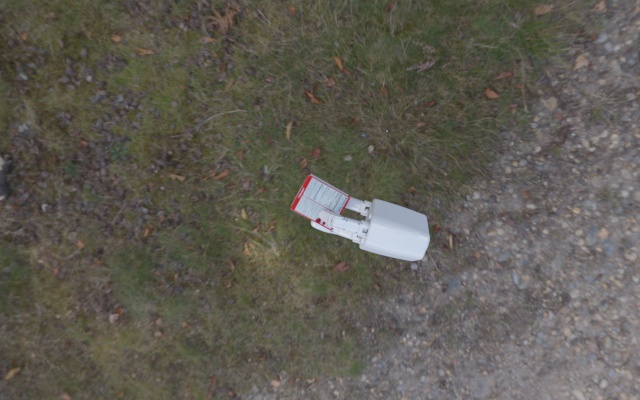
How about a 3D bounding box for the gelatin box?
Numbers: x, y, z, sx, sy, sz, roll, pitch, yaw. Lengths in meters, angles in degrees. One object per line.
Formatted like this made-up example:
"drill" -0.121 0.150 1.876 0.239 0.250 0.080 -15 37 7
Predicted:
"gelatin box" 0.000 0.003 0.884 0.089 0.073 0.030 28 9 -5
